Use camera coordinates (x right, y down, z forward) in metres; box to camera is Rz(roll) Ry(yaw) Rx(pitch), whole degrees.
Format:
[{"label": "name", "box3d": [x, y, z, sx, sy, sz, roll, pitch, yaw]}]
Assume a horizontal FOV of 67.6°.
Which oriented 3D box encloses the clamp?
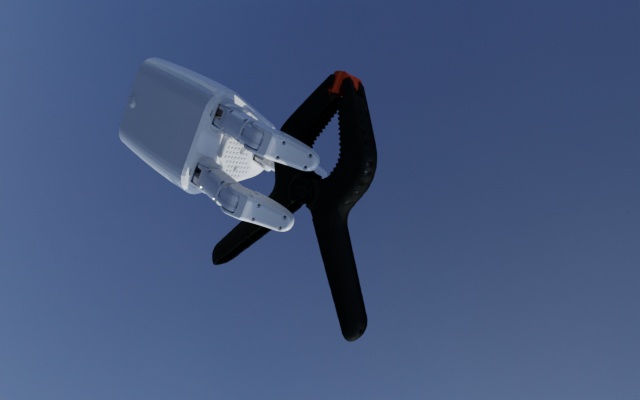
[{"label": "clamp", "box3d": [0.000, 0.001, 0.401, 0.164, 0.210, 0.036, 30, 15, 25]}]
